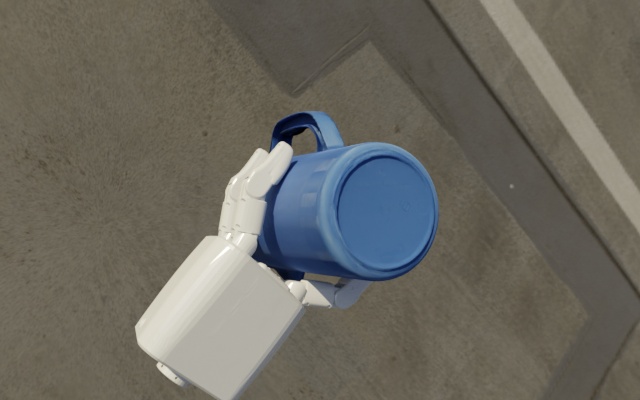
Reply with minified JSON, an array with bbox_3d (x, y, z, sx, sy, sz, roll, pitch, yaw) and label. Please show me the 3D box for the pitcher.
[{"bbox_3d":[0.000,0.002,0.469,0.149,0.145,0.243,44,-18,-16],"label":"pitcher"}]
